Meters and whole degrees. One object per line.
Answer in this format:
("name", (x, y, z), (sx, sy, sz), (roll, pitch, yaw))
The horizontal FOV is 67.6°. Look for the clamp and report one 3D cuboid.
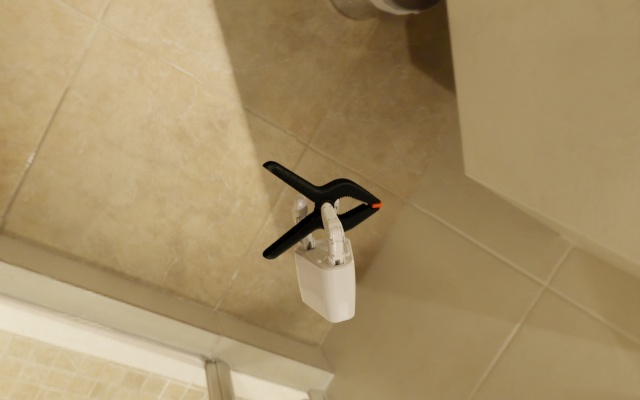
("clamp", (0.001, 0.003, 0.775), (0.210, 0.165, 0.036), (-11, 25, -15))
